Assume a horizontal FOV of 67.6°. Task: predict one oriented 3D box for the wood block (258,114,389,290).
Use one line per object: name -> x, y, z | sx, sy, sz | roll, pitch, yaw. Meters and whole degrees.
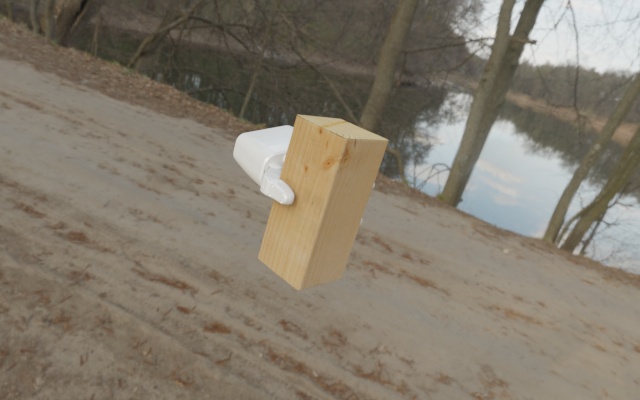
wood block -> 0.000, 0.002, 0.631 | 0.090, 0.206, 0.091 | 32, 24, 37
